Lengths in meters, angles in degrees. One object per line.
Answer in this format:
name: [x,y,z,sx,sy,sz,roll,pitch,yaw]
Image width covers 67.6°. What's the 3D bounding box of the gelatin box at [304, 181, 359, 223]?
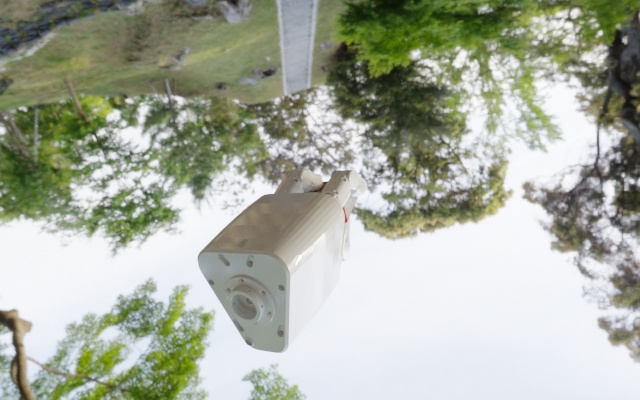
gelatin box: [0.000,0.002,0.549,0.073,0.030,0.089,-8,17,16]
